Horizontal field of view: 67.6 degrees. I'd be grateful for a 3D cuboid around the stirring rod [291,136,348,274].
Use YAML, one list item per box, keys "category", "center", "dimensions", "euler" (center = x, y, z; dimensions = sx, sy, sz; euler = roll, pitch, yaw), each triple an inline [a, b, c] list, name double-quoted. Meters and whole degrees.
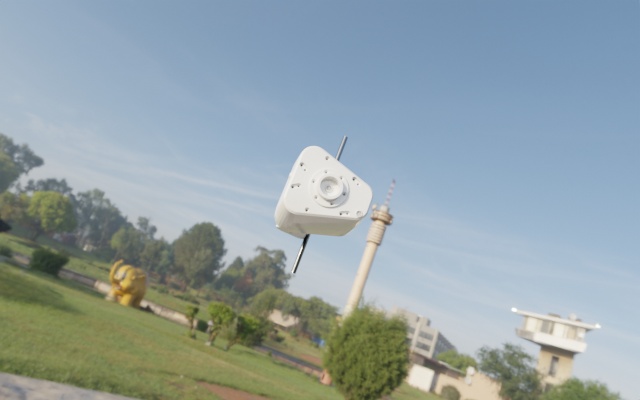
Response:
- category: "stirring rod"
  center: [0.000, 0.003, 0.762]
  dimensions: [0.011, 0.239, 0.011]
  euler: [20, -16, 6]
